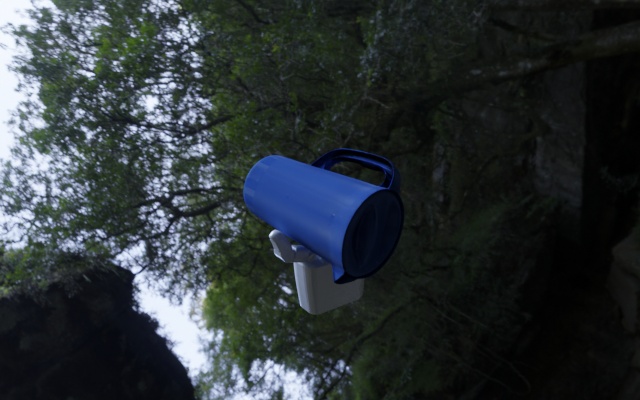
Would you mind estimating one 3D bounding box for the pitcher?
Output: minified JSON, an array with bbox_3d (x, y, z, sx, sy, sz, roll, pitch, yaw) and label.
[{"bbox_3d":[0.000,0.003,0.725,0.149,0.145,0.242,-29,38,-36],"label":"pitcher"}]
